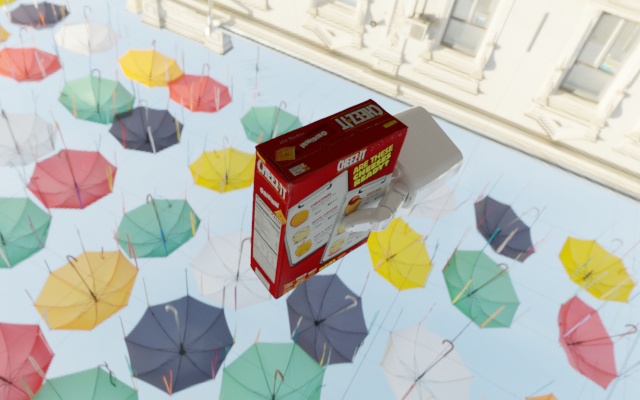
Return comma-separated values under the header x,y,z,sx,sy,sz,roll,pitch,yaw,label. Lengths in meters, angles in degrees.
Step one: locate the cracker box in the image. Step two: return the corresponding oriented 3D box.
x,y,z,sx,sy,sz,roll,pitch,yaw,label
0.000,0.002,0.569,0.164,0.214,0.072,-28,58,-30,cracker box
